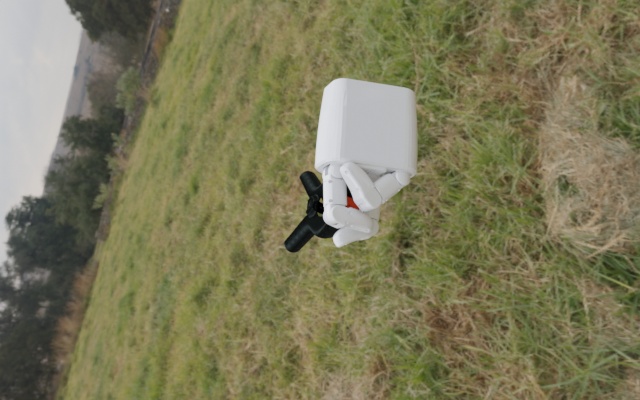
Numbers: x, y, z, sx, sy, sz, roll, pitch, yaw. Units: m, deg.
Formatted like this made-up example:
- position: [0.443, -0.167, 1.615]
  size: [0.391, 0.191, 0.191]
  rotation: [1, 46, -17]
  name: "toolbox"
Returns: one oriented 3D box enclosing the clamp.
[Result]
- position: [0.000, 0.002, 0.636]
  size: [0.039, 0.120, 0.171]
  rotation: [11, -17, -27]
  name: "clamp"
